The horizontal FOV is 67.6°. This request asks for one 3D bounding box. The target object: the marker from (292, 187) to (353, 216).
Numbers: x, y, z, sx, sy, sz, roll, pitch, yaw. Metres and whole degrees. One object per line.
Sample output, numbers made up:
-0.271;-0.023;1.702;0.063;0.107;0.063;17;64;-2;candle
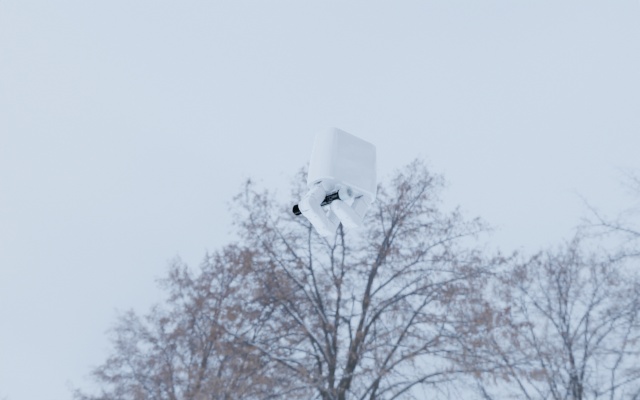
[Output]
0.000;0.003;0.766;0.121;0.020;0.020;-19;-12;38;marker
